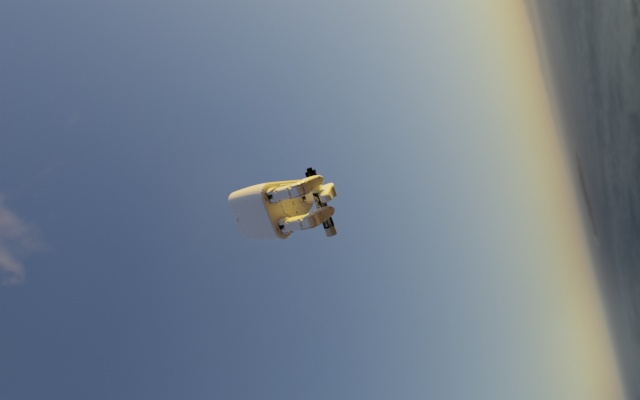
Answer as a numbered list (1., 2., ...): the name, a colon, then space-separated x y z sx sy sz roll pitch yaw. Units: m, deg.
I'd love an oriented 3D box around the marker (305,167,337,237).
1. marker: 0.000 0.003 0.800 0.020 0.121 0.020 -19 11 4
